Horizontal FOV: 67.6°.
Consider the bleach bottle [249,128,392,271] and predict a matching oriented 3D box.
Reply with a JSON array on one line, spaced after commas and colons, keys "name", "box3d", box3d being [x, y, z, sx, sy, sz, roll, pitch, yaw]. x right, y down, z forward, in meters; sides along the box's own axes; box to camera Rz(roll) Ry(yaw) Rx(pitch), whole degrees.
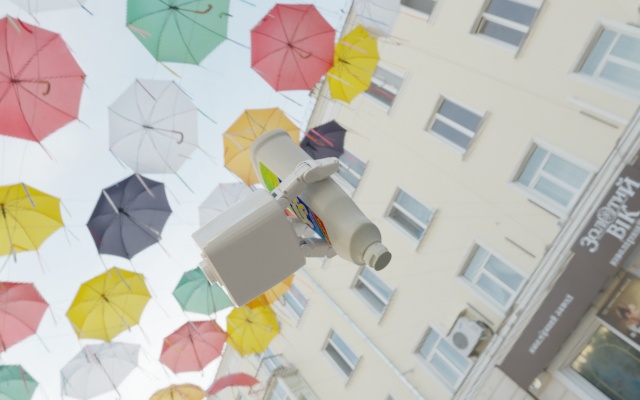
[{"name": "bleach bottle", "box3d": [0.000, 0.002, 0.637, 0.068, 0.103, 0.250, -33, 48, -18]}]
